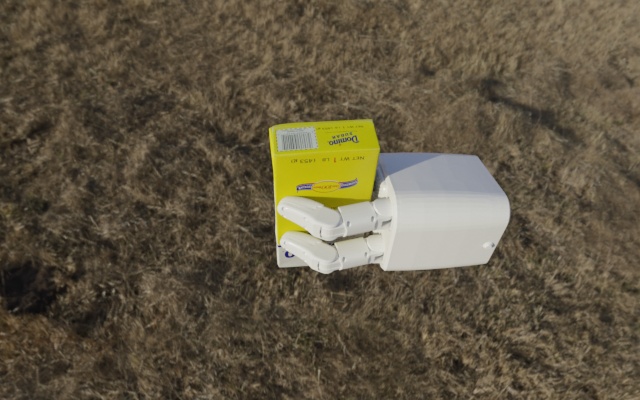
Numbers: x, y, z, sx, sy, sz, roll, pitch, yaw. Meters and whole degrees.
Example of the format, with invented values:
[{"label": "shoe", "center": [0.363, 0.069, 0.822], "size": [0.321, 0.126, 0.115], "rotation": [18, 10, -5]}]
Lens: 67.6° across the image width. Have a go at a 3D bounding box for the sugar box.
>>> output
[{"label": "sugar box", "center": [0.000, 0.002, 0.471], "size": [0.093, 0.048, 0.176], "rotation": [-4, -42, -5]}]
